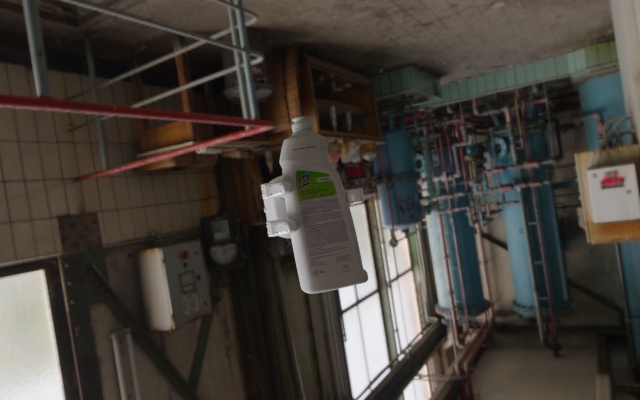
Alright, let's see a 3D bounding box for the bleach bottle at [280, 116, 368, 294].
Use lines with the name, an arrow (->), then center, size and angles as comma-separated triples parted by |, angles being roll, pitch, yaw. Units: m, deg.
bleach bottle -> 0.000, 0.002, 0.701 | 0.102, 0.251, 0.068 | -9, 0, -16
